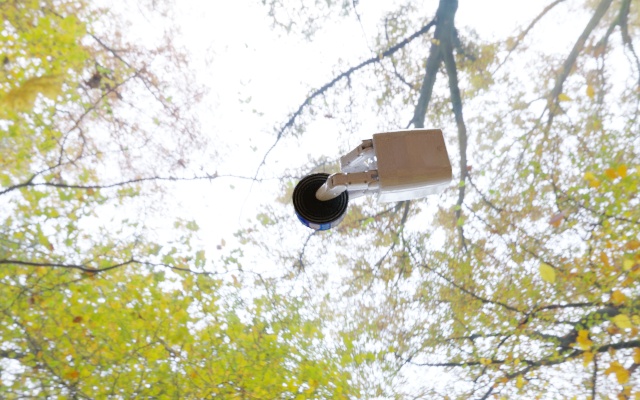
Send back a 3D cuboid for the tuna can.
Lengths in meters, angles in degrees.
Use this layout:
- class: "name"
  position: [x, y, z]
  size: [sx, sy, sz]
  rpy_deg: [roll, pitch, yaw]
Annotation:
- class: "tuna can"
  position: [0.000, 0.003, 0.734]
  size: [0.086, 0.086, 0.034]
  rpy_deg: [0, -25, 0]
